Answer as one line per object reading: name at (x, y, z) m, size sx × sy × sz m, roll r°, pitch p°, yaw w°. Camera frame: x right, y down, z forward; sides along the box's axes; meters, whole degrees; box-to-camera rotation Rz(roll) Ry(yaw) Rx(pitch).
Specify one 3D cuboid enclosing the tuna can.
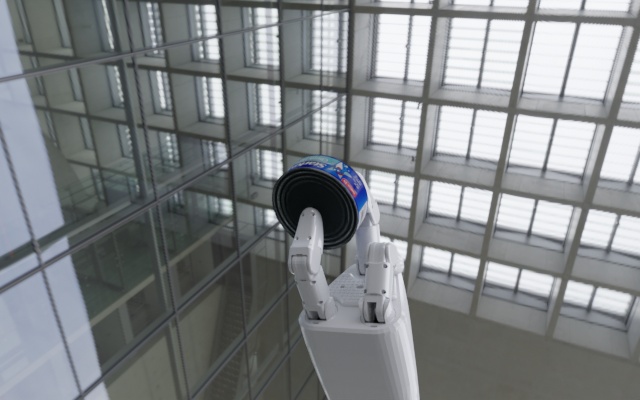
tuna can at (0.000, 0.001, 0.444) m, size 0.086 × 0.086 × 0.033 m, roll 0°, pitch 29°, yaw 27°
